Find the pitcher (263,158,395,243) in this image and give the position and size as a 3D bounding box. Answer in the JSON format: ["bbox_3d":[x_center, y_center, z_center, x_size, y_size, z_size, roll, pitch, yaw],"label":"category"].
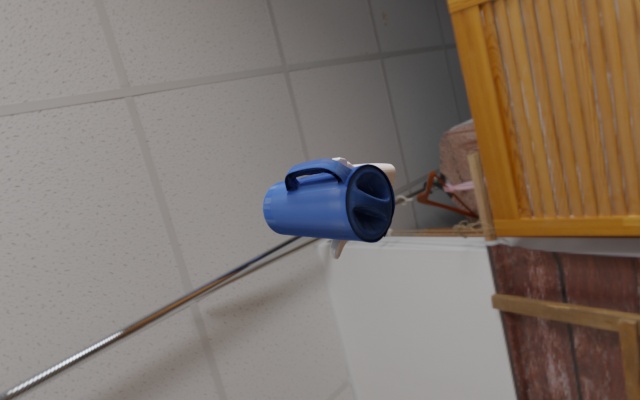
[{"bbox_3d":[0.000,0.003,0.878,0.243,0.149,0.145,-4,3,44],"label":"pitcher"}]
